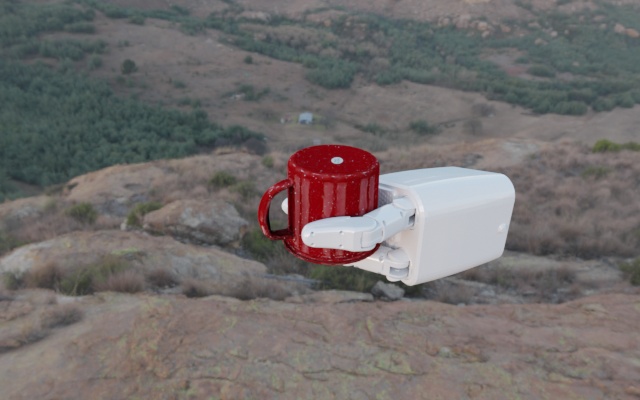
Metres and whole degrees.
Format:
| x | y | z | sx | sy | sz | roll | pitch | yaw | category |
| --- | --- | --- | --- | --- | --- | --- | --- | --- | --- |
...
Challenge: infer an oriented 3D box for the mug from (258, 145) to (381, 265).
| x | y | z | sx | sy | sz | roll | pitch | yaw | category |
| --- | --- | --- | --- | --- | --- | --- | --- | --- | --- |
| -0.001 | 0.001 | 0.429 | 0.117 | 0.081 | 0.093 | -10 | 28 | -21 | mug |
